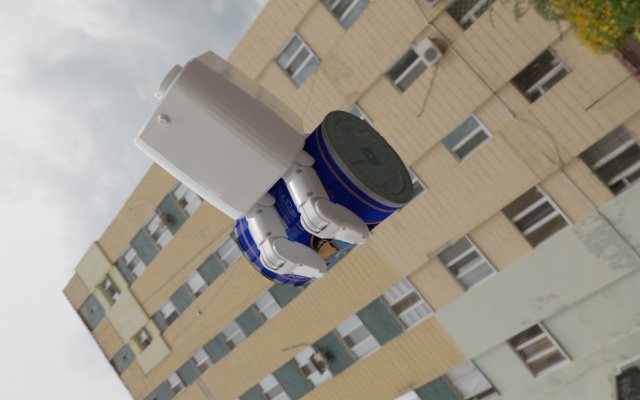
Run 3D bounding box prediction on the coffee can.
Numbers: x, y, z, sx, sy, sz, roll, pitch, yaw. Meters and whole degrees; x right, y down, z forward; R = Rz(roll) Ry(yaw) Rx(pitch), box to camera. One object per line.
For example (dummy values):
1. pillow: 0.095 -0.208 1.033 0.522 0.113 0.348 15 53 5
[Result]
1. coffee can: 0.000 0.001 0.444 0.140 0.102 0.103 -43 -25 31
